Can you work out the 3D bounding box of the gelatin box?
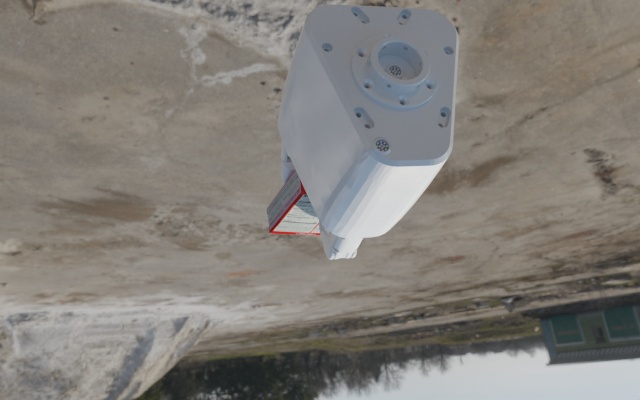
[{"bbox_3d":[0.000,0.002,0.430,0.073,0.030,0.089,3,-28,-25],"label":"gelatin box"}]
